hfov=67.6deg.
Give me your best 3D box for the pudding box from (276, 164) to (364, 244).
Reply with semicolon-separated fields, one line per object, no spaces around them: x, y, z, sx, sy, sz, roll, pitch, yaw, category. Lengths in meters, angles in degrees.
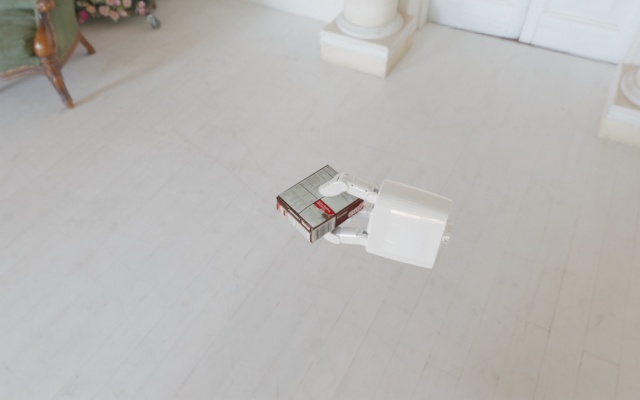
0.000;0.002;0.757;0.113;0.039;0.090;-32;57;-28;pudding box
